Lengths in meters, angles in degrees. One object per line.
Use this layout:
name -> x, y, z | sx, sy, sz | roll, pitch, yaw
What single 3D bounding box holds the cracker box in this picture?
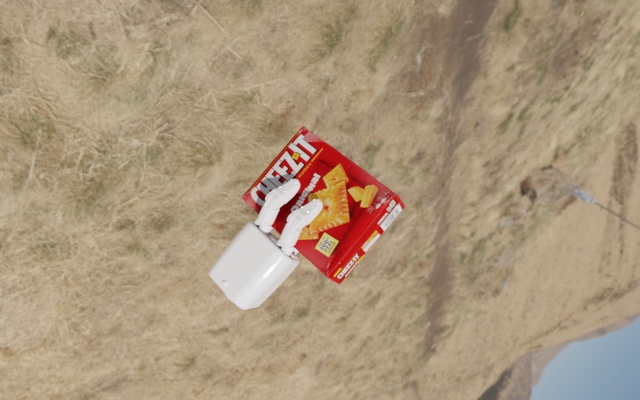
cracker box -> 0.000, 0.003, 0.772 | 0.213, 0.164, 0.072 | 40, -2, 28
